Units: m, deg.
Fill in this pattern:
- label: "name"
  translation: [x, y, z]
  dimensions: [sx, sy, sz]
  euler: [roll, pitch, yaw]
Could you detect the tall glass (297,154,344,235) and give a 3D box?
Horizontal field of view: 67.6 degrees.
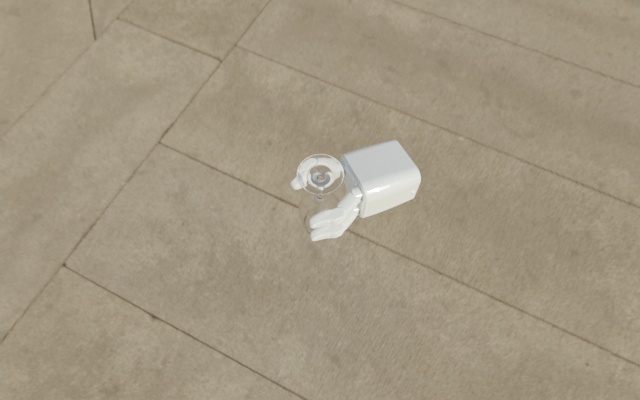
- label: "tall glass"
  translation: [0.000, 0.002, 0.831]
  dimensions: [0.079, 0.079, 0.201]
  euler: [0, -26, 0]
